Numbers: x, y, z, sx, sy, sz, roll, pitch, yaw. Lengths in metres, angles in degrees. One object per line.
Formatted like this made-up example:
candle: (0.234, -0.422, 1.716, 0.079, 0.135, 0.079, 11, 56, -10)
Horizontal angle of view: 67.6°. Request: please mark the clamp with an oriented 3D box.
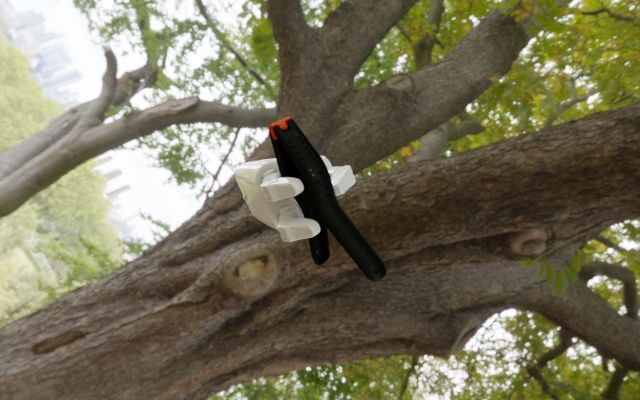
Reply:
clamp: (0.000, 0.001, 0.568, 0.036, 0.210, 0.164, -30, 18, -23)
